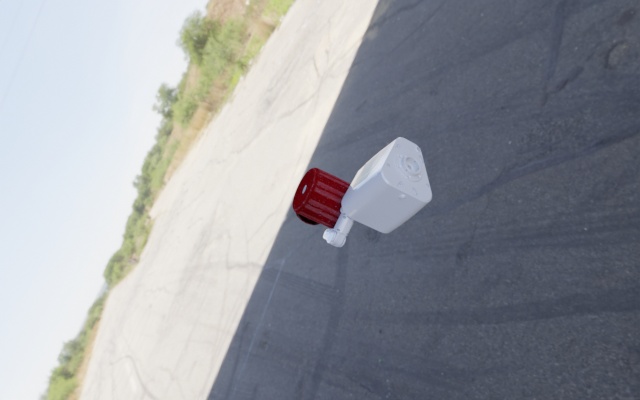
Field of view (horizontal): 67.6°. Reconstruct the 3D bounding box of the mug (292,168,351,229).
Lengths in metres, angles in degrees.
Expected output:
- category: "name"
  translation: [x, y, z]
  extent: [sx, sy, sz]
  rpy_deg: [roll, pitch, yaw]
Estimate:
- category: "mug"
  translation: [-0.001, 0.003, 0.806]
  extent: [0.081, 0.093, 0.117]
  rpy_deg: [25, -42, -19]
